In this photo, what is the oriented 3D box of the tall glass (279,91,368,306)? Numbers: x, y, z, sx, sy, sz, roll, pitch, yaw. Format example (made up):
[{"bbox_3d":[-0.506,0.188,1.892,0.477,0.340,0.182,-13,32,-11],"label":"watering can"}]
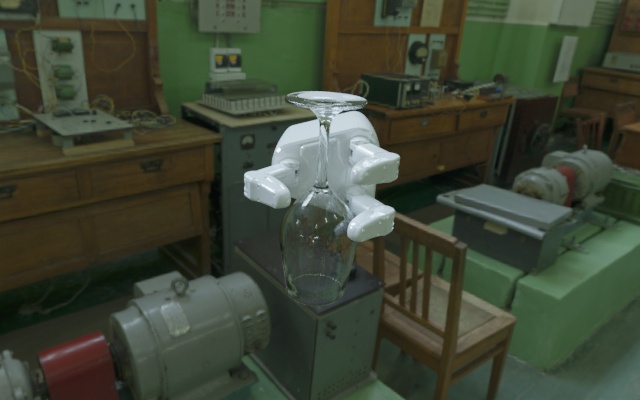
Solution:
[{"bbox_3d":[0.000,0.001,0.463,0.079,0.201,0.079,3,22,-1],"label":"tall glass"}]
